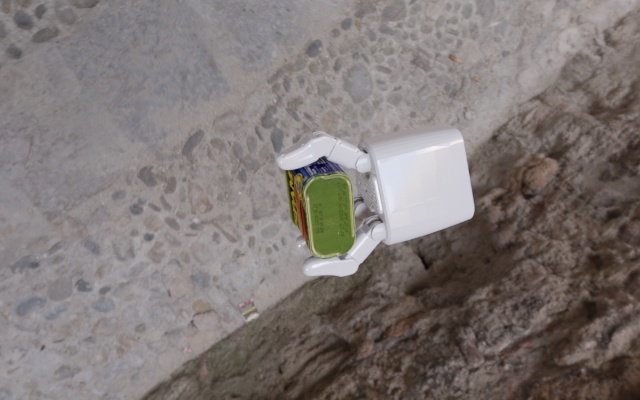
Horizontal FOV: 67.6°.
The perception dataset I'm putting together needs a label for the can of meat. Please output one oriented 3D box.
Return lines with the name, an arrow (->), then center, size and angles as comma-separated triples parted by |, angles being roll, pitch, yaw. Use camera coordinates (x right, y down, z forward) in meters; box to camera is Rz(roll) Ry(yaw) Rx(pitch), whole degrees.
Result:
can of meat -> 0.000, 0.002, 0.521 | 0.057, 0.102, 0.084 | -12, 26, -12
